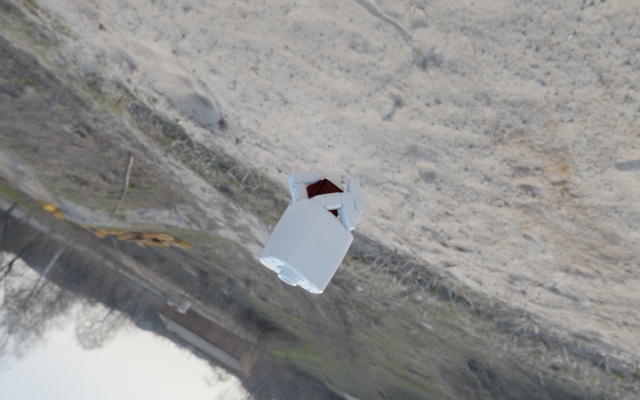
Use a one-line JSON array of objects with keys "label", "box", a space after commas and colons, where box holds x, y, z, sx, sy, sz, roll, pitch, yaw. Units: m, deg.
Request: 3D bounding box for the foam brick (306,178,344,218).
[{"label": "foam brick", "box": [0.000, 0.003, 0.816, 0.053, 0.051, 0.078, 36, -22, -16]}]
